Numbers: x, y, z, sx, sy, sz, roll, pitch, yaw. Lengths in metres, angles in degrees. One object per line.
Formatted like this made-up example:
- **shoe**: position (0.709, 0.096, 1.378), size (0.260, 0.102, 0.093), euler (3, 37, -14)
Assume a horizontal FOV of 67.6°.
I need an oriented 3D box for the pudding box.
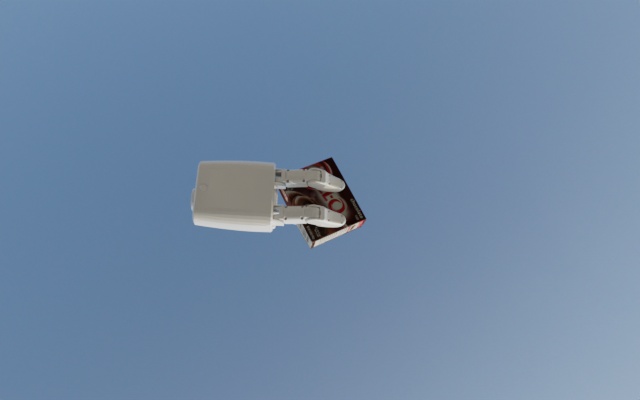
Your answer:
- **pudding box**: position (0.000, 0.002, 0.697), size (0.090, 0.113, 0.039), euler (-23, -16, -18)
